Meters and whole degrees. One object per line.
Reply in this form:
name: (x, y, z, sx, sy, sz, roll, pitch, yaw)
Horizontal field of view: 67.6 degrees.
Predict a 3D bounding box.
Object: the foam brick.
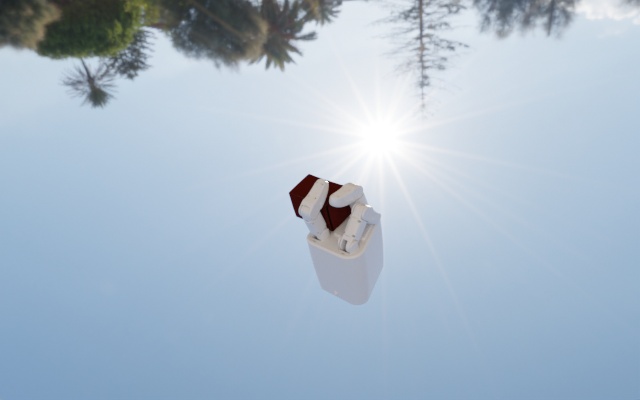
foam brick: (0.000, 0.002, 0.727, 0.078, 0.051, 0.053, 21, 51, 37)
